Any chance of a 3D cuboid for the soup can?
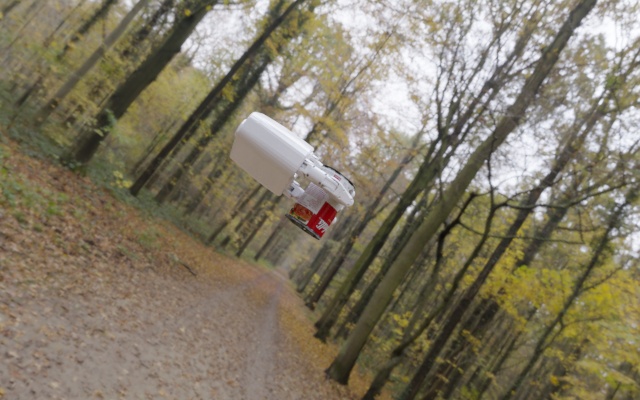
[{"bbox_3d":[0.001,0.003,0.762,0.068,0.102,0.068,35,-9,6],"label":"soup can"}]
